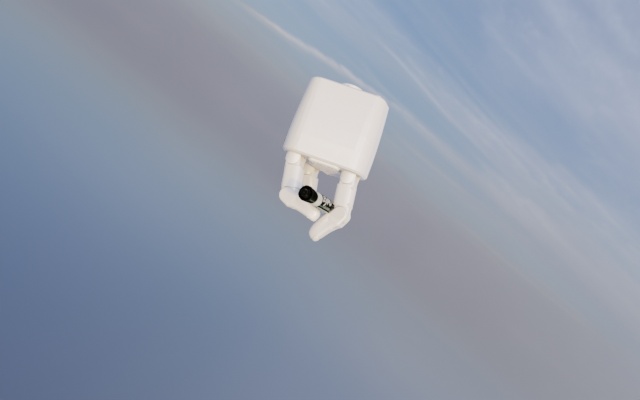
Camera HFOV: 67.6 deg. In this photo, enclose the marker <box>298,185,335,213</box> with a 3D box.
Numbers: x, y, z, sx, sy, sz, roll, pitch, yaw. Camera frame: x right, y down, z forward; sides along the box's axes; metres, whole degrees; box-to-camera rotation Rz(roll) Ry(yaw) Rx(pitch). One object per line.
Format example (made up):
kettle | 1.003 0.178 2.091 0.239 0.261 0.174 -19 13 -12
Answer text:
marker | 0.000 0.002 0.592 0.020 0.020 0.121 0 -11 18
